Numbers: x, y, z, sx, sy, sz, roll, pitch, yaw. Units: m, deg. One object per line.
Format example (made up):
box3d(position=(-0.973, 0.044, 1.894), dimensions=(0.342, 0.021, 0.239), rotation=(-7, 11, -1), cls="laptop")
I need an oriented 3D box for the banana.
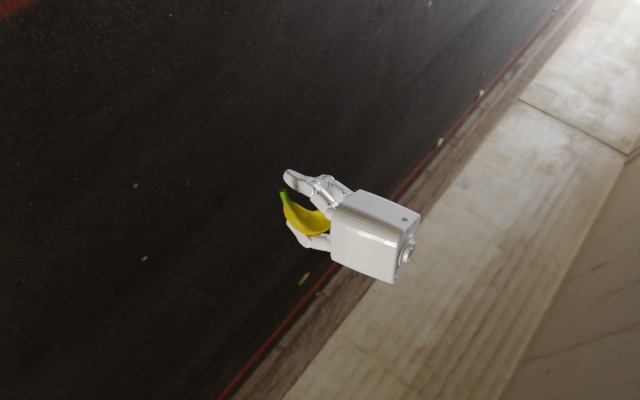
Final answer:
box3d(position=(-0.004, 0.021, 0.778), dimensions=(0.037, 0.069, 0.198), rotation=(8, 2, 28), cls="banana")
